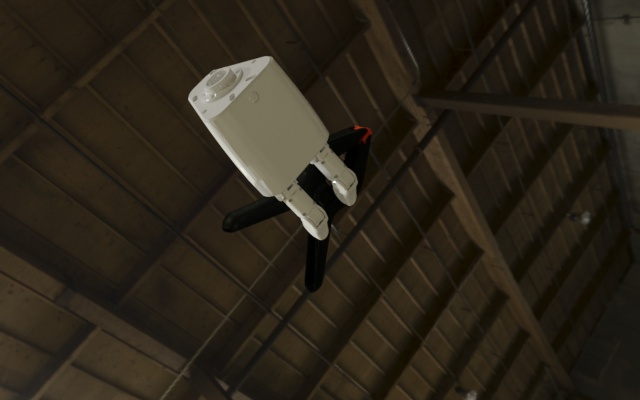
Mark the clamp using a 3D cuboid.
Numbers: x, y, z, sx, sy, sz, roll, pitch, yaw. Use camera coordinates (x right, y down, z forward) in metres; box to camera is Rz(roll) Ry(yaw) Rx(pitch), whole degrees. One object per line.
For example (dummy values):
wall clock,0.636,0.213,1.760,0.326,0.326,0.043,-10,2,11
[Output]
clamp,0.000,0.001,0.578,0.036,0.210,0.165,22,-24,49
